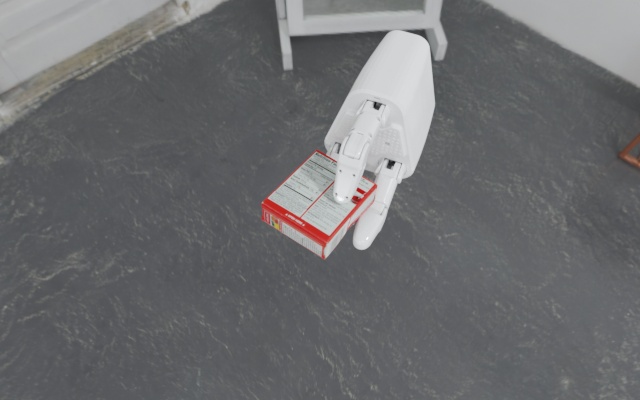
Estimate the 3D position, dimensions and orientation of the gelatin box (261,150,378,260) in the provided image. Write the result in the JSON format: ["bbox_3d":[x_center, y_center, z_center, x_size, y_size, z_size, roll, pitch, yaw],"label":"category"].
[{"bbox_3d":[0.000,0.001,0.448,0.073,0.030,0.089,31,55,18],"label":"gelatin box"}]
